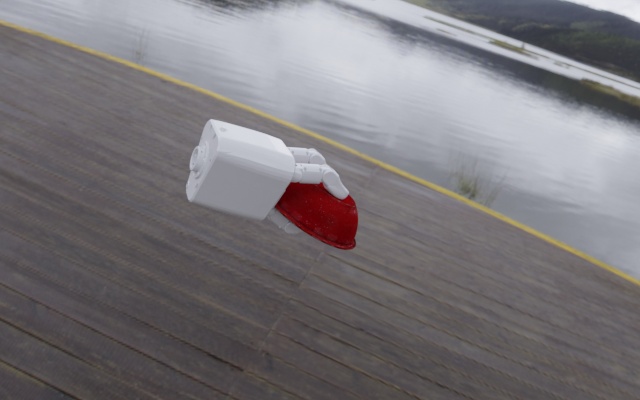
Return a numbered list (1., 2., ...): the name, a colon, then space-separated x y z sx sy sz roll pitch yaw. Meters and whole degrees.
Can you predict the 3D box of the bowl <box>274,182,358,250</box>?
1. bowl: 0.001 0.002 0.712 0.162 0.055 0.162 32 14 -9
